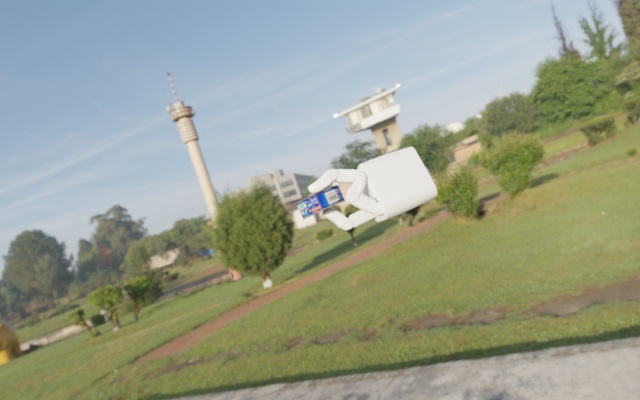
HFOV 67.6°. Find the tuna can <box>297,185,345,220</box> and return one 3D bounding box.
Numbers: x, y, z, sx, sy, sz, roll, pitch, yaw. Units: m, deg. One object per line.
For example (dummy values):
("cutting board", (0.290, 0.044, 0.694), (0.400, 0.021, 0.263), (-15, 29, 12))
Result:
("tuna can", (0.000, 0.002, 0.880), (0.086, 0.034, 0.086), (-24, -1, 0))
